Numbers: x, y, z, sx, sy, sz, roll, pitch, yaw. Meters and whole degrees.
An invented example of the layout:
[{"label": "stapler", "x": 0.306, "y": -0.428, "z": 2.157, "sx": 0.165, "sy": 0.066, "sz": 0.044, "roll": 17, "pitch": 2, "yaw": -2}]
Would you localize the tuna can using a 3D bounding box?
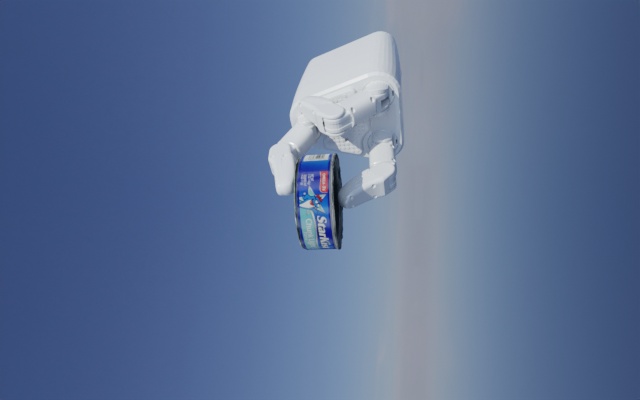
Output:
[{"label": "tuna can", "x": -0.001, "y": 0.001, "z": 0.426, "sx": 0.034, "sy": 0.086, "sz": 0.086, "roll": -2, "pitch": 0, "yaw": 7}]
